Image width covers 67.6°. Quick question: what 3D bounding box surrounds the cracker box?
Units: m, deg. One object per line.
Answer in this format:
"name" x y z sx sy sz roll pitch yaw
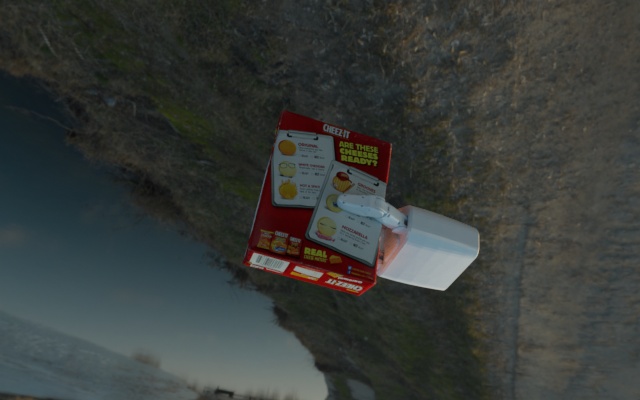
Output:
"cracker box" 0.000 0.002 0.643 0.164 0.213 0.072 16 -29 -10
